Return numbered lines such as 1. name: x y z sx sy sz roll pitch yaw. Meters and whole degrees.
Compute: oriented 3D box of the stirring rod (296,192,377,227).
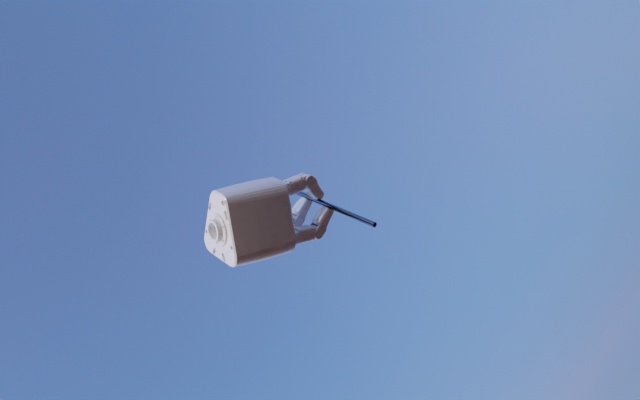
1. stirring rod: 0.000 0.003 0.780 0.011 0.011 0.239 0 16 -43
